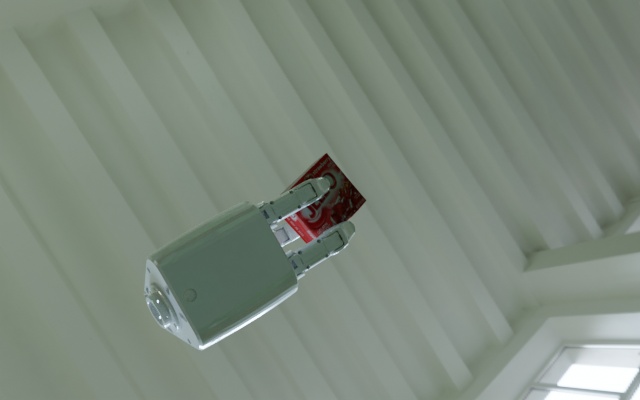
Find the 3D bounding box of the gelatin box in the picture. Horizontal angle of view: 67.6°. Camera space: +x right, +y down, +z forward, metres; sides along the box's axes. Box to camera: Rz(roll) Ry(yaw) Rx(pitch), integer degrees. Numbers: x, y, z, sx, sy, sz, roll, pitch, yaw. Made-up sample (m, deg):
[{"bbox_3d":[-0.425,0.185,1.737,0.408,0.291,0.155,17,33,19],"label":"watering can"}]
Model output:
[{"bbox_3d":[0.000,0.002,0.531,0.089,0.073,0.030,-46,10,-37],"label":"gelatin box"}]
